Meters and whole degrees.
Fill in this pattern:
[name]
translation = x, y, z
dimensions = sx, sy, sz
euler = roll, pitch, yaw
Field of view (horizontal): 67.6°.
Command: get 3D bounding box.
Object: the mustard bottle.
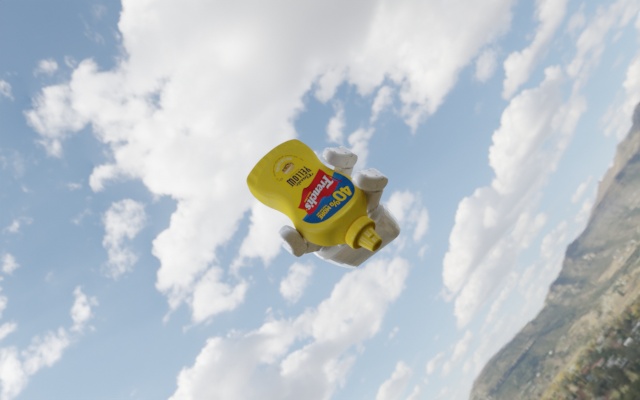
[mustard bottle]
translation = 0.000, 0.002, 0.598
dimensions = 0.191, 0.096, 0.058
euler = 38, -22, 29
